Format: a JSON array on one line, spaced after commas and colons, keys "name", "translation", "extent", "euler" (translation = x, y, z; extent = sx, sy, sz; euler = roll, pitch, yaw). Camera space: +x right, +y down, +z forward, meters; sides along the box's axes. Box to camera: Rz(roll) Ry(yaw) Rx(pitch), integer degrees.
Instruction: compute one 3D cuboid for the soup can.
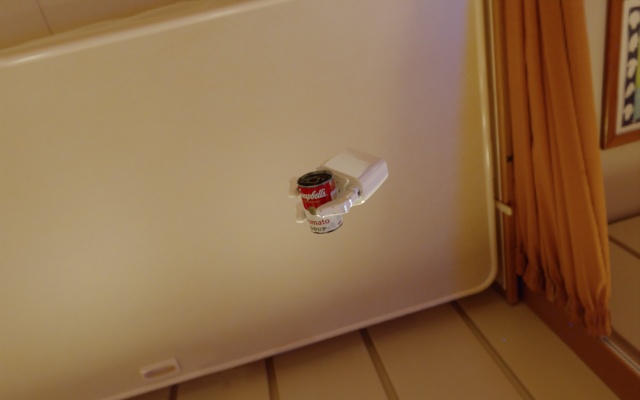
[{"name": "soup can", "translation": [0.000, 0.003, 0.897], "extent": [0.068, 0.102, 0.068], "euler": [-11, 26, 5]}]
